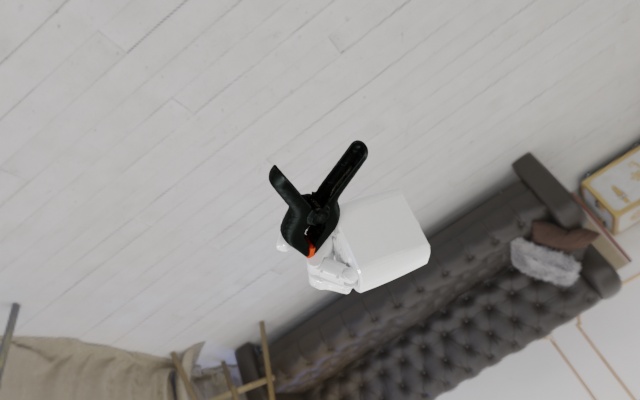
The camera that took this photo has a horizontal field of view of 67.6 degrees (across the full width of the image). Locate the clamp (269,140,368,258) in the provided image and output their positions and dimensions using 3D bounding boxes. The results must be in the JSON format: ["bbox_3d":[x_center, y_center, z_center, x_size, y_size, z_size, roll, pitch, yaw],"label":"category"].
[{"bbox_3d":[0.000,0.002,0.565,0.120,0.039,0.172,-20,-35,-15],"label":"clamp"}]
